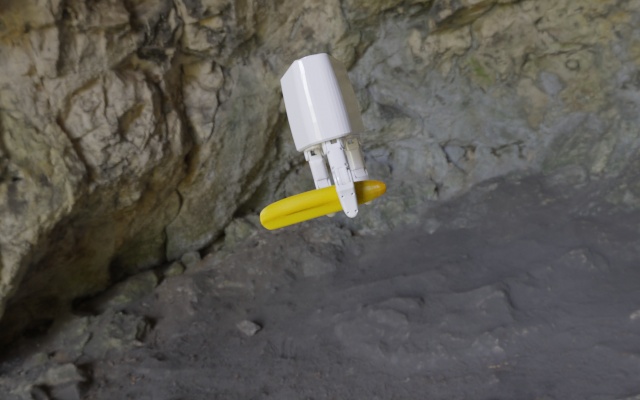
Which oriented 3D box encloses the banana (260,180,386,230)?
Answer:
[{"bbox_3d":[-0.011,0.005,0.645,0.198,0.037,0.069,-17,0,27],"label":"banana"}]
